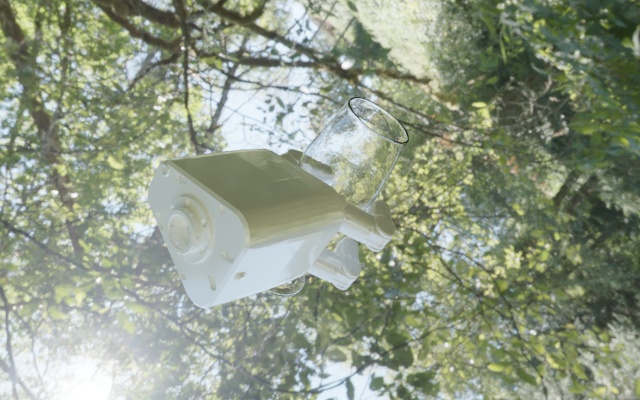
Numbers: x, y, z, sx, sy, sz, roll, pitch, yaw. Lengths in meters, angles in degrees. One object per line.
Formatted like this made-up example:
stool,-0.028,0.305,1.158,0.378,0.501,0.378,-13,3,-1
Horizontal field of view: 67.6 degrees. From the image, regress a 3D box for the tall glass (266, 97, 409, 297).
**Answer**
tall glass,0.000,0.002,0.452,0.079,0.201,0.079,25,32,-17
